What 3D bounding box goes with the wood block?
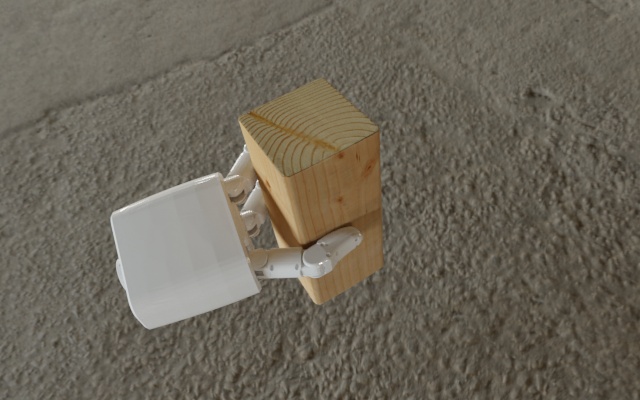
[{"bbox_3d":[0.000,0.002,0.471,0.090,0.206,0.090,-28,52,-14],"label":"wood block"}]
